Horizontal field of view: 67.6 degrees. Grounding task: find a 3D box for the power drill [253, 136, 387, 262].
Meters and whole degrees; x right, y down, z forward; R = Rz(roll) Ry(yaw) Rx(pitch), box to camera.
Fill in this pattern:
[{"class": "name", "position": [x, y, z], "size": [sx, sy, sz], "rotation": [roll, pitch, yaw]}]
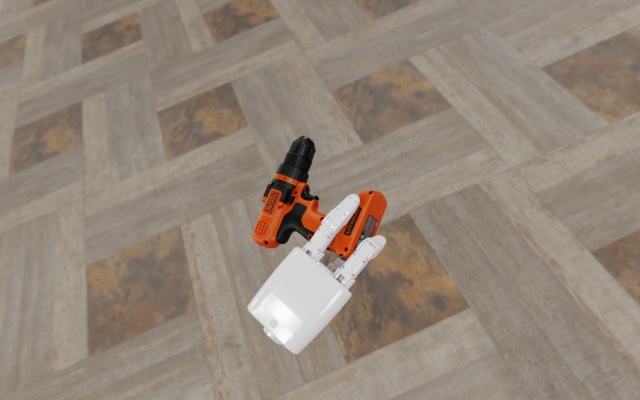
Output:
[{"class": "power drill", "position": [0.000, 0.003, 0.705], "size": [0.187, 0.184, 0.057], "rotation": [17, -7, 35]}]
